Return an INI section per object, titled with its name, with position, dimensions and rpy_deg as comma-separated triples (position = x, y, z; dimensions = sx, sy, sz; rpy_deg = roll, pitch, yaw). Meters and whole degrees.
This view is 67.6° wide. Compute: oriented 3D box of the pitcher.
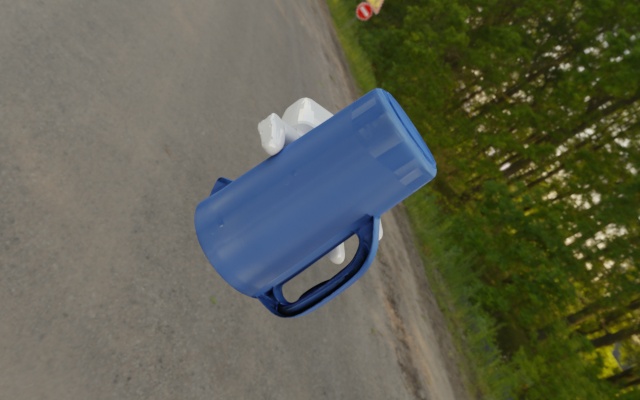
[pitcher]
position = 0.000, 0.002, 0.509
dimensions = 0.243, 0.149, 0.145
rpy_deg = -34, 23, 18
